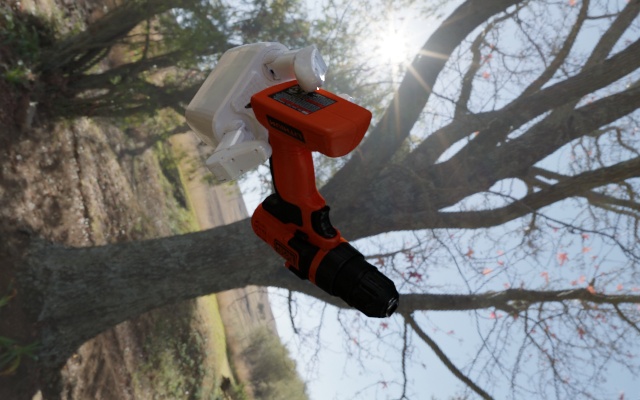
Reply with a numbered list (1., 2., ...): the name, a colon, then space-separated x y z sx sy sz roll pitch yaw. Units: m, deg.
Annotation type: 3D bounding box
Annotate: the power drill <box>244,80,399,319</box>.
1. power drill: 0.000 0.001 0.427 0.184 0.188 0.057 31 46 33
